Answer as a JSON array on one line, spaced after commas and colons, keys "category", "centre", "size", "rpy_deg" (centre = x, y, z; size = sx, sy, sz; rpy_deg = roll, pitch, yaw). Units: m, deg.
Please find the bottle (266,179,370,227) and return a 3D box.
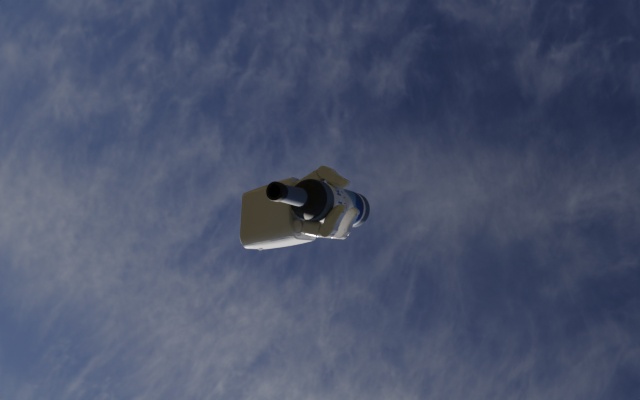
[{"category": "bottle", "centre": [0.000, 0.003, 0.792], "size": [0.069, 0.069, 0.296], "rpy_deg": [0, -6, 26]}]
